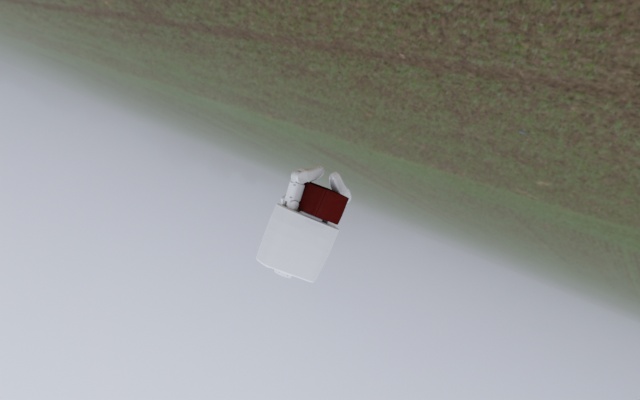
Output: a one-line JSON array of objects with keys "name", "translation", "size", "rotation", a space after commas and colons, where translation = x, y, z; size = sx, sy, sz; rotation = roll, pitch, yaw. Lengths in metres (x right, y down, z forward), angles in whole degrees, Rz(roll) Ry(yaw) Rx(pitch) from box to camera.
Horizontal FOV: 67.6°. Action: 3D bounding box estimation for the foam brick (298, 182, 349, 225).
[{"name": "foam brick", "translation": [0.000, 0.003, 0.816], "size": [0.053, 0.051, 0.078], "rotation": [23, 0, -35]}]
